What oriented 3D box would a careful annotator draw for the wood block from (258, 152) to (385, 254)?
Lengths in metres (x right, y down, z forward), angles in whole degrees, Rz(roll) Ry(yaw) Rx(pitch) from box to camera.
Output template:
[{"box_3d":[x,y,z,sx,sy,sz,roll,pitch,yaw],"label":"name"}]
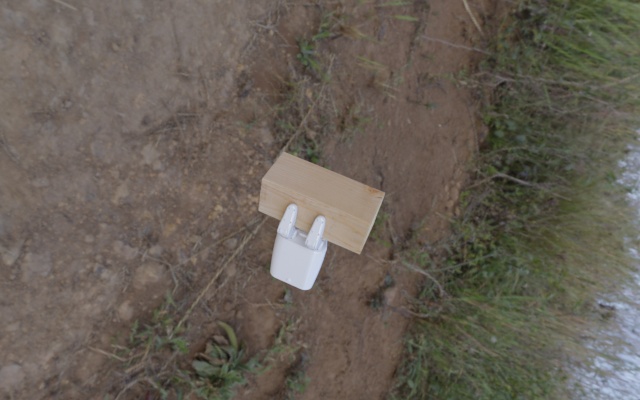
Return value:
[{"box_3d":[0.000,0.003,0.880,0.206,0.090,0.090,23,46,9],"label":"wood block"}]
